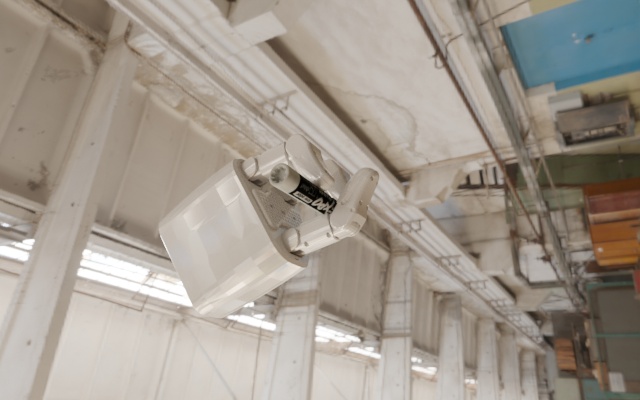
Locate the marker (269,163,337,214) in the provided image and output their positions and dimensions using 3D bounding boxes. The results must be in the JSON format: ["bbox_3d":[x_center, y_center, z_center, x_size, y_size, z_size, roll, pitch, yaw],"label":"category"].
[{"bbox_3d":[0.000,0.001,0.400,0.020,0.020,0.121,0,-20,33],"label":"marker"}]
